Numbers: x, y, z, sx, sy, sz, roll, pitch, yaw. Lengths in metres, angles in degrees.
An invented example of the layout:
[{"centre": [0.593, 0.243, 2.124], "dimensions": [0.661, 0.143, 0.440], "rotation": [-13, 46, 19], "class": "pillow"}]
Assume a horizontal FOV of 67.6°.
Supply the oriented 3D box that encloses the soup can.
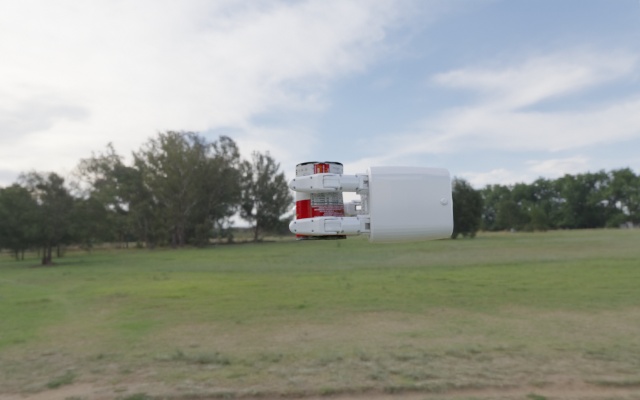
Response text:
[{"centre": [0.000, 0.002, 0.647], "dimensions": [0.068, 0.102, 0.068], "rotation": [-1, -6, 0], "class": "soup can"}]
